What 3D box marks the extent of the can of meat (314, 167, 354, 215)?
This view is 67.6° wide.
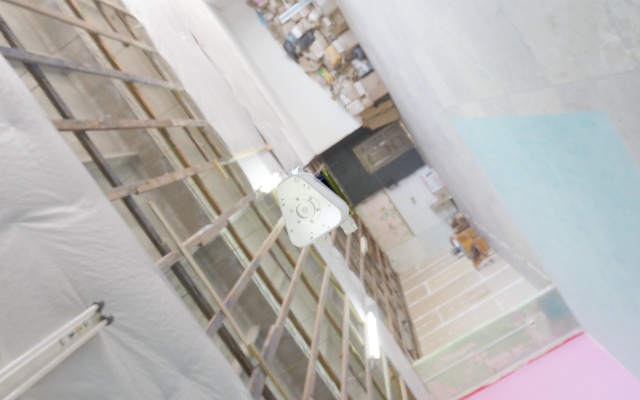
[{"bbox_3d":[0.000,0.003,0.884,0.084,0.102,0.057,-33,2,7],"label":"can of meat"}]
